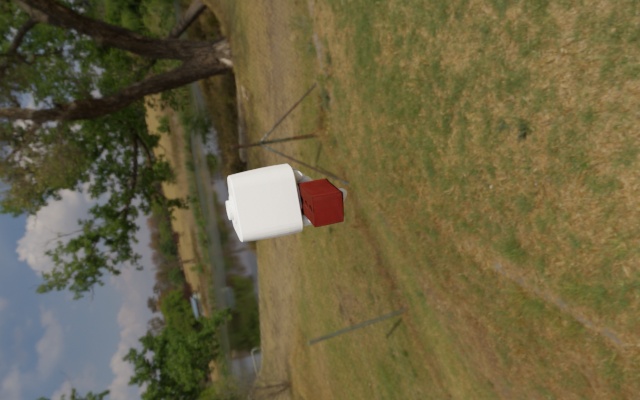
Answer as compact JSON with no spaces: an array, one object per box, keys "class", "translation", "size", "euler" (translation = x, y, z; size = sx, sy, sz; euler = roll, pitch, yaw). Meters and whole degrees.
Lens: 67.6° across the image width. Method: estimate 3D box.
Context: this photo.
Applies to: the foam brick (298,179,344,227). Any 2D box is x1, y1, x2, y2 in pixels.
[{"class":"foam brick","translation":[0.000,0.003,0.775],"size":[0.051,0.053,0.078],"euler":[-11,22,-17]}]
